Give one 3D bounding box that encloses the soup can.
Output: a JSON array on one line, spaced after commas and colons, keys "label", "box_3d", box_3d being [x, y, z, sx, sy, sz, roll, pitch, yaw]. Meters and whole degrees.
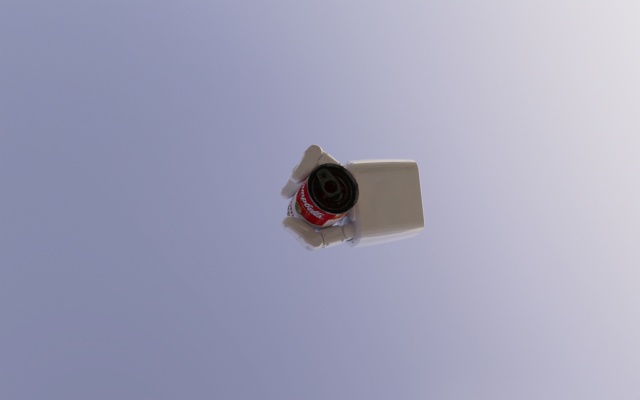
[{"label": "soup can", "box_3d": [0.000, 0.002, 0.629, 0.068, 0.068, 0.102, 0, -20, -20]}]
